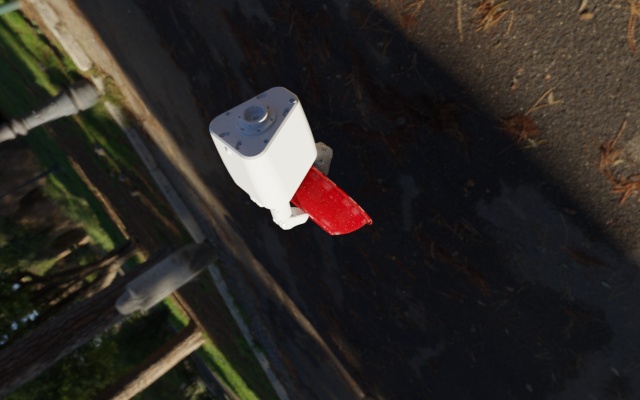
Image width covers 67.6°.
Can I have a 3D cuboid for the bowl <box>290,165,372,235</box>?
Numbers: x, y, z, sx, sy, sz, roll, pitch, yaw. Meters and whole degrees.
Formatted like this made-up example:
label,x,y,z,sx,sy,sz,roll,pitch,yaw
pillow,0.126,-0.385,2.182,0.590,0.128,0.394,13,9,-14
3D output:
label,x,y,z,sx,sy,sz,roll,pitch,yaw
bowl,0.000,0.003,0.730,0.162,0.055,0.162,40,-4,3
